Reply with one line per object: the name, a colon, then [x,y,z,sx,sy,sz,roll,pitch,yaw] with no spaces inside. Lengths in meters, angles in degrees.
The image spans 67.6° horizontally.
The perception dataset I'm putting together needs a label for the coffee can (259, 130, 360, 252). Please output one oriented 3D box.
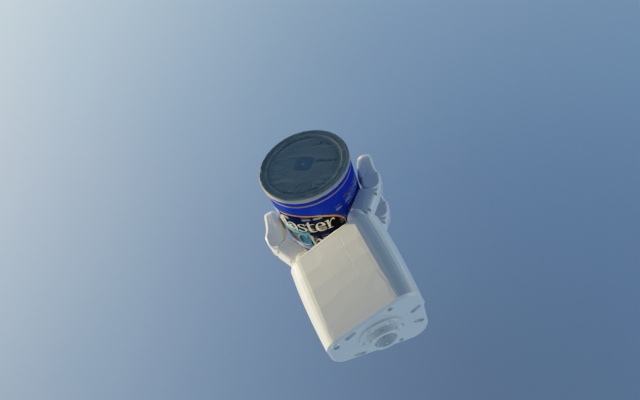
coffee can: [0.000,0.002,0.569,0.103,0.102,0.140,0,-37,20]
